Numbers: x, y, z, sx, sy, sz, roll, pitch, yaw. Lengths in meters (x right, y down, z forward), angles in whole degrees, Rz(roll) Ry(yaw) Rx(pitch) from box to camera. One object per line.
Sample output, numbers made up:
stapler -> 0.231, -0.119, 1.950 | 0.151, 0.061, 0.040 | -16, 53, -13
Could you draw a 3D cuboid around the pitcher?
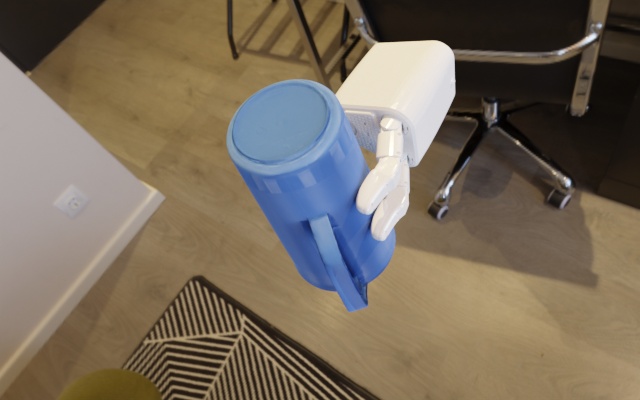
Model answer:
pitcher -> 0.000, 0.001, 0.502 | 0.149, 0.145, 0.243 | 24, -21, 29
